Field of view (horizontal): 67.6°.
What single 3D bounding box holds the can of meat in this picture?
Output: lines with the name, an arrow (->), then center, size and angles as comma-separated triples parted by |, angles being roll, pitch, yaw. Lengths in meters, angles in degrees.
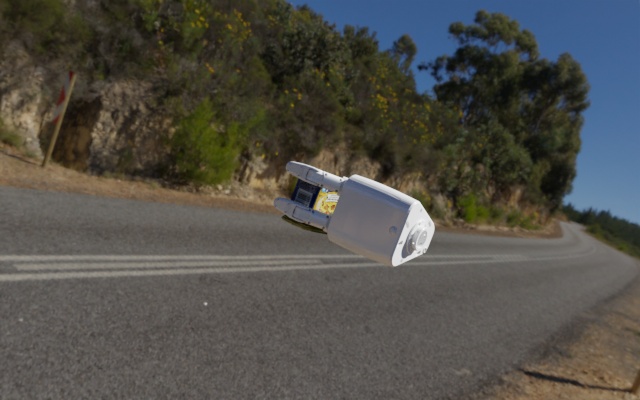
can of meat -> 0.000, 0.002, 0.721 | 0.057, 0.084, 0.102 | 24, 5, 38
